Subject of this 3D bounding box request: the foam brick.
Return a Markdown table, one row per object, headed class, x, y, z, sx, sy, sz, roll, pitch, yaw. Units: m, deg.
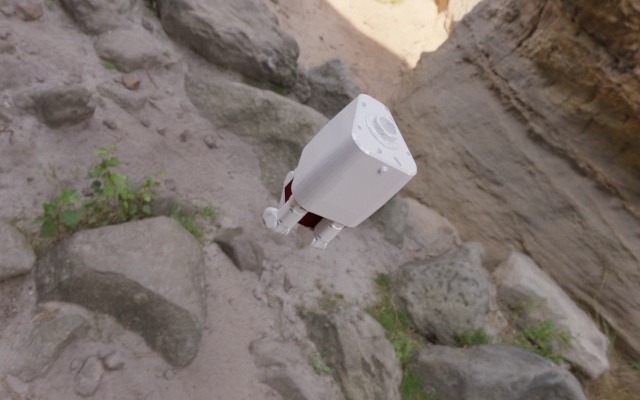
| class | x | y | z | sx | sy | sz | roll | pitch | yaw |
| --- | --- | --- | --- | --- | --- | --- | --- | --- | --- |
| foam brick | 0.000 | 0.002 | 0.602 | 0.078 | 0.053 | 0.051 | 22 | -46 | -31 |
